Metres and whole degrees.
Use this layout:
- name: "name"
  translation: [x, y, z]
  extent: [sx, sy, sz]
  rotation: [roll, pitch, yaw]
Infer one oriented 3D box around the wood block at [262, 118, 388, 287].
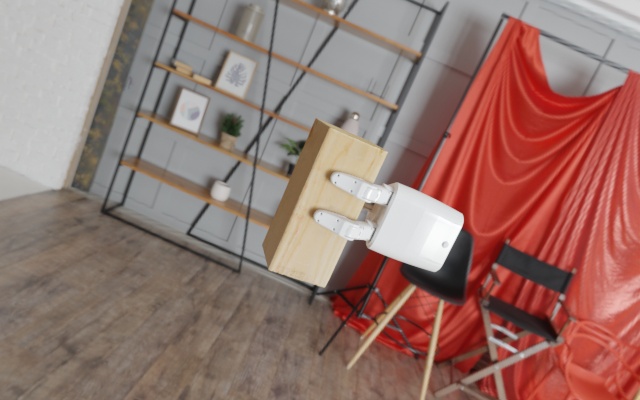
- name: "wood block"
  translation: [0.000, 0.002, 0.669]
  extent: [0.090, 0.206, 0.090]
  rotation: [20, 12, -17]
